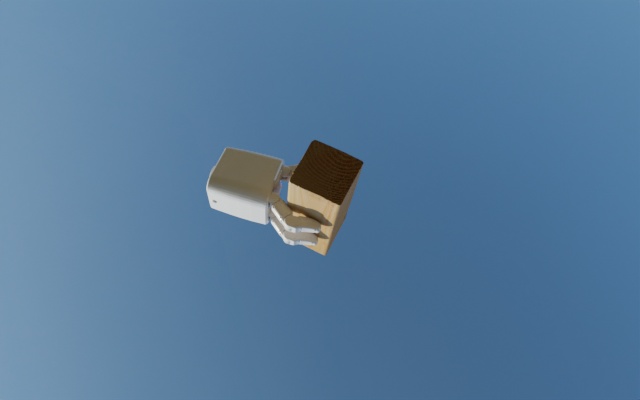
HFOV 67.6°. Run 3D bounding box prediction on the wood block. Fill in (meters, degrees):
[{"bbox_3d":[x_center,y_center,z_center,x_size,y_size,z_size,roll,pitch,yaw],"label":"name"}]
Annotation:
[{"bbox_3d":[0.000,0.002,0.815,0.090,0.090,0.206,25,-27,7],"label":"wood block"}]
